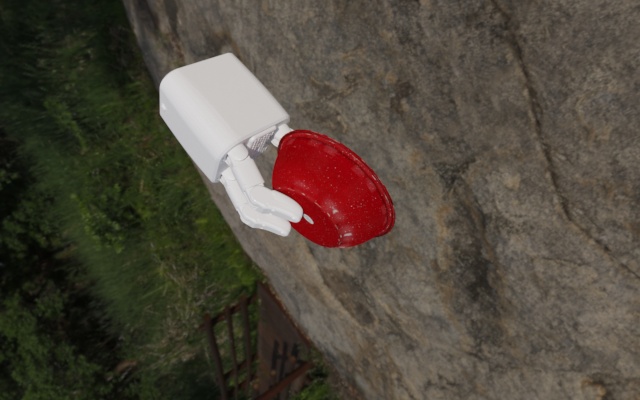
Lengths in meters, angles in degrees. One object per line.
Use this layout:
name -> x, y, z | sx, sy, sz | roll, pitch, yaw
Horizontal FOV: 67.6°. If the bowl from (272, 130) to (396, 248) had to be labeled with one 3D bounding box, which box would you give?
bowl -> 0.001, 0.003, 0.529 | 0.162, 0.162, 0.055 | 0, 43, 52
